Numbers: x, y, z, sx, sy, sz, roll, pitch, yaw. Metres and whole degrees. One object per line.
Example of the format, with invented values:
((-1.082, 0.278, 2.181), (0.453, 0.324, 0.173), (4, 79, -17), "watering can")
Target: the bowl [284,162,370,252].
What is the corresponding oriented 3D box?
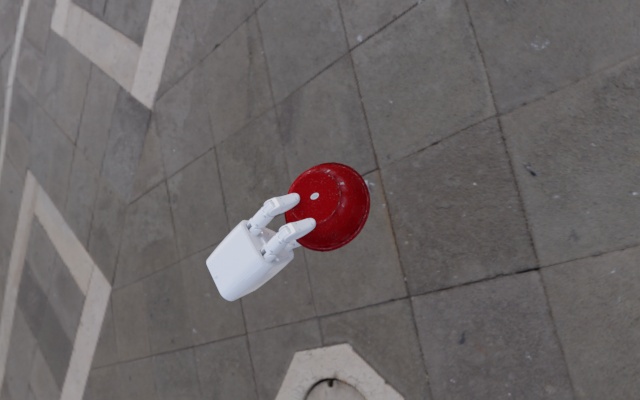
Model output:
((0.001, 0.001, 0.810), (0.162, 0.162, 0.055), (0, -16, 23), "bowl")
